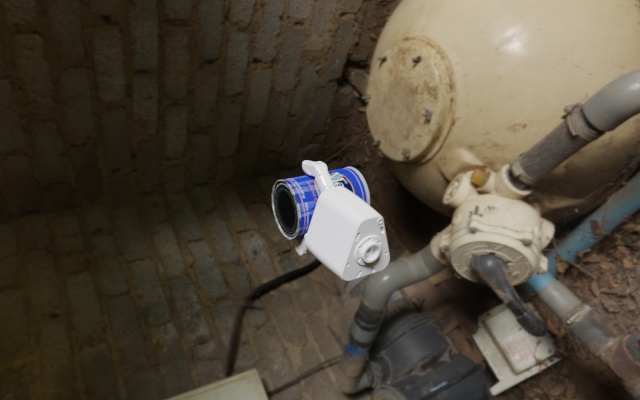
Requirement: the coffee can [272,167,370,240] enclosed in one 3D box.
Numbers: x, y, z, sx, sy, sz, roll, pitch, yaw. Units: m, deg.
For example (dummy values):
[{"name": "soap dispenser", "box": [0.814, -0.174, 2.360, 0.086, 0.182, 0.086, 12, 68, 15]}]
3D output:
[{"name": "coffee can", "box": [0.000, 0.003, 0.830, 0.140, 0.103, 0.103, -12, 6, -28]}]
